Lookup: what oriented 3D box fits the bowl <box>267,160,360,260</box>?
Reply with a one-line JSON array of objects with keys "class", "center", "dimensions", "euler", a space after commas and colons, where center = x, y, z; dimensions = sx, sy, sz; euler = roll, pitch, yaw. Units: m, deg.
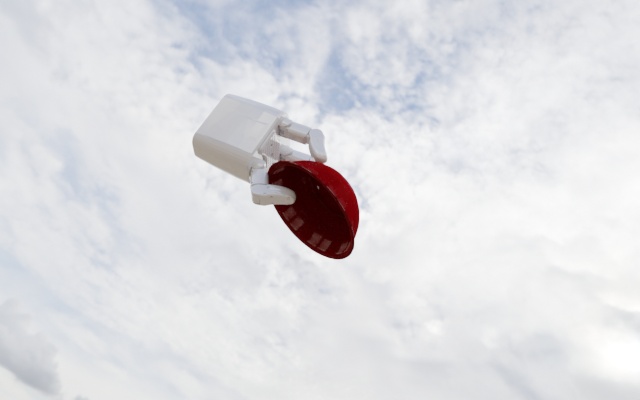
[{"class": "bowl", "center": [0.001, 0.003, 0.660], "dimensions": [0.055, 0.162, 0.162], "euler": [-39, 22, -30]}]
